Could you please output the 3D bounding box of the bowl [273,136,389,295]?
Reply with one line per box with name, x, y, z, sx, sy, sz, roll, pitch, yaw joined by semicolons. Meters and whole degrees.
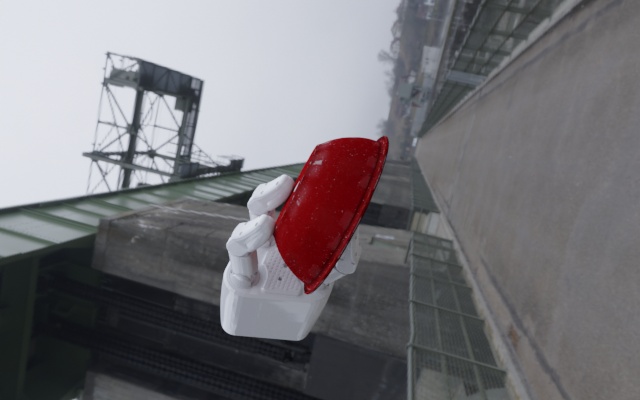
bowl;0.000;0.000;0.439;0.055;0.162;0.162;27;-3;-6
